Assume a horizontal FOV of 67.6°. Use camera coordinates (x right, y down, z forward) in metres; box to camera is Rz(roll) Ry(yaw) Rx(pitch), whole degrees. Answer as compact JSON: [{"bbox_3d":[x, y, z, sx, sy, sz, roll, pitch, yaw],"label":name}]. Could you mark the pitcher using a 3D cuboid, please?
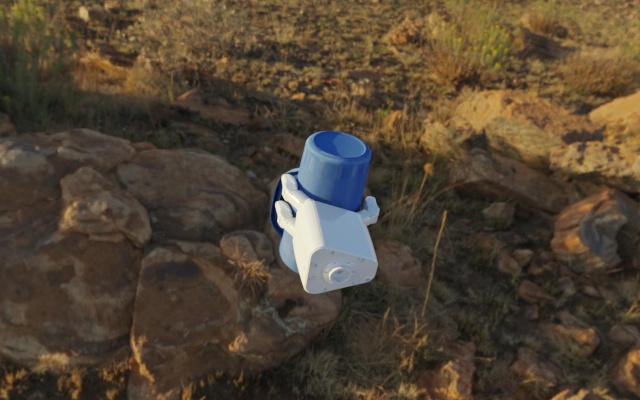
[{"bbox_3d":[0.000,0.003,0.834,0.149,0.243,0.145,3,35,-14],"label":"pitcher"}]
